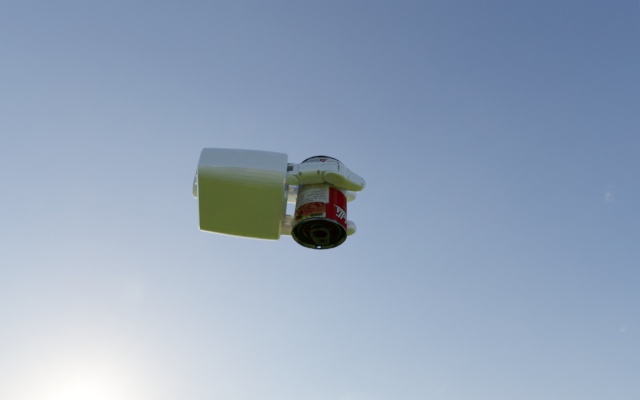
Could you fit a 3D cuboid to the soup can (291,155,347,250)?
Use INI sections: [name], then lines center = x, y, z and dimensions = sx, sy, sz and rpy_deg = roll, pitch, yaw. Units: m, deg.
[soup can]
center = 0.001, 0.002, 0.607
dimensions = 0.068, 0.102, 0.069
rpy_deg = 2, -37, 1
